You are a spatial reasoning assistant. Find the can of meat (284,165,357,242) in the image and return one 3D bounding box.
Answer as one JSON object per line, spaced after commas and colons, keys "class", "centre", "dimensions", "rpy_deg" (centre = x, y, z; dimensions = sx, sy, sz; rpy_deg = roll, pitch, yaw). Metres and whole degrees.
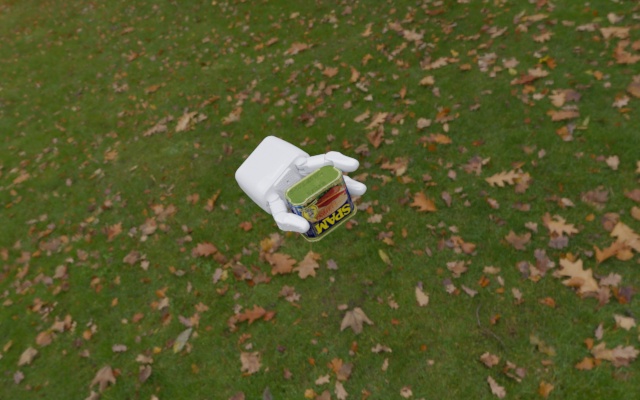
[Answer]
{"class": "can of meat", "centre": [0.000, 0.002, 0.769], "dimensions": [0.102, 0.084, 0.057], "rpy_deg": [-34, 41, -14]}
